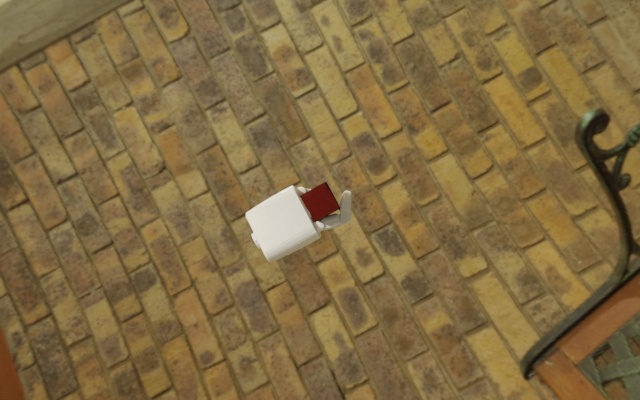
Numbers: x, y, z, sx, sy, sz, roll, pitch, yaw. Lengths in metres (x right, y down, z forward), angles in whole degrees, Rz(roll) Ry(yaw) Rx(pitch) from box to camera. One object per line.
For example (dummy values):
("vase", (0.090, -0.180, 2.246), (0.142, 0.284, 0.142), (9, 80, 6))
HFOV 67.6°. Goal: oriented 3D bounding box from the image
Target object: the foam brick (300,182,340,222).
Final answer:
("foam brick", (0.000, 0.003, 0.838), (0.051, 0.053, 0.078), (-29, -1, 1))
